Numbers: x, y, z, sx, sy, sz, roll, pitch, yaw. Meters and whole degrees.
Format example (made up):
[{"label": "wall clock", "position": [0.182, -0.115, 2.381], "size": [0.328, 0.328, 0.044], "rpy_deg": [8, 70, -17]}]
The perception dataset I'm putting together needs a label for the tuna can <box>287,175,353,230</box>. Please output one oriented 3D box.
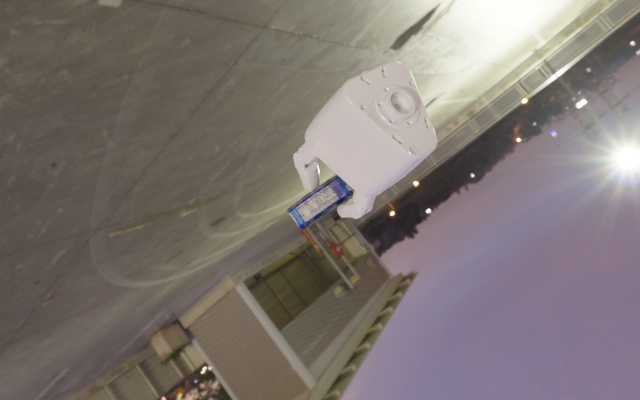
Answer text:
[{"label": "tuna can", "position": [0.000, 0.003, 0.624], "size": [0.086, 0.034, 0.086], "rpy_deg": [-35, -1, -1]}]
